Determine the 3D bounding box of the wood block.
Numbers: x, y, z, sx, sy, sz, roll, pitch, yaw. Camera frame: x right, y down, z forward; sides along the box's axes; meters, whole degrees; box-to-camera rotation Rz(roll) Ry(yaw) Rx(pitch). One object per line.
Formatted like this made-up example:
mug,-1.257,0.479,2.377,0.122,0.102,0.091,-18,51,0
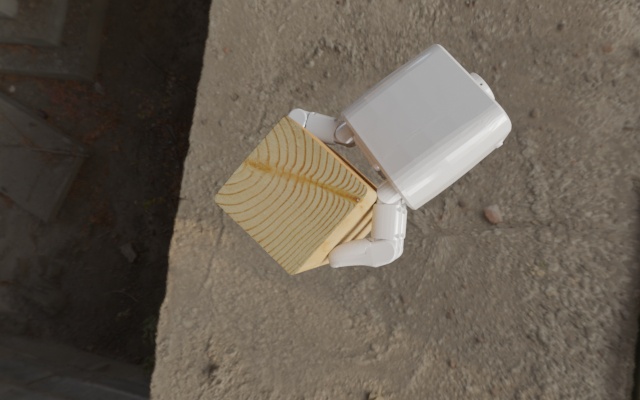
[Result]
wood block,0.000,0.001,0.458,0.091,0.090,0.206,43,7,13
